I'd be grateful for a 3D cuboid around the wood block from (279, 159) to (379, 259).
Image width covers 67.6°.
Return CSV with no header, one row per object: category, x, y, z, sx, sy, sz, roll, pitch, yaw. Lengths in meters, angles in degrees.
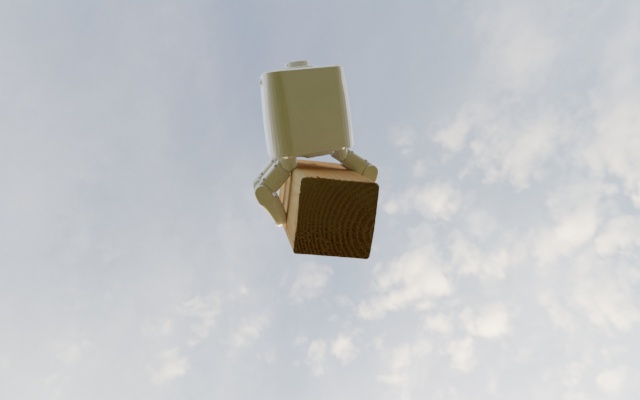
wood block,0.000,0.002,0.625,0.091,0.090,0.206,5,10,-11
